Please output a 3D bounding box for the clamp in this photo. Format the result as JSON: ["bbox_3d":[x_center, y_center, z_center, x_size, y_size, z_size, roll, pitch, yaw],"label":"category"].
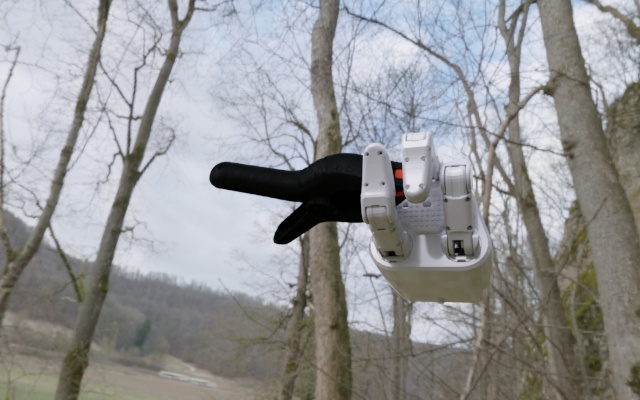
[{"bbox_3d":[0.000,0.001,0.425,0.171,0.039,0.120,-2,-29,21],"label":"clamp"}]
